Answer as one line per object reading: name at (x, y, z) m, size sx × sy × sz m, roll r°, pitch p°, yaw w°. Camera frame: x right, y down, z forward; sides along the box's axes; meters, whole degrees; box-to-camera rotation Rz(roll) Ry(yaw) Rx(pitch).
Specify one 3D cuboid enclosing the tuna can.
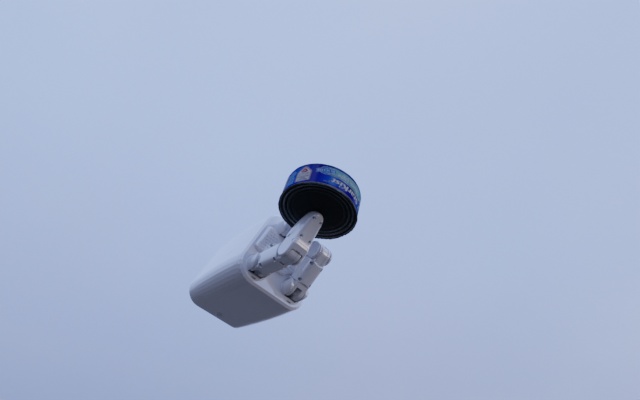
tuna can at (0.000, 0.001, 0.514) m, size 0.086 × 0.033 × 0.086 m, roll 9°, pitch -44°, yaw 8°
